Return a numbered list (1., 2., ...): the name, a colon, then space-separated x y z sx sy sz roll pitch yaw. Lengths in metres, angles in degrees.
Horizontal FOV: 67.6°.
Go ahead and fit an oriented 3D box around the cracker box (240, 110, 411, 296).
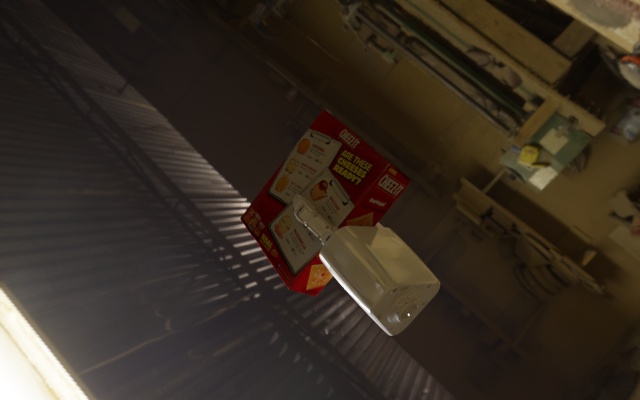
1. cracker box: 0.000 0.002 0.687 0.072 0.214 0.164 28 15 -48
